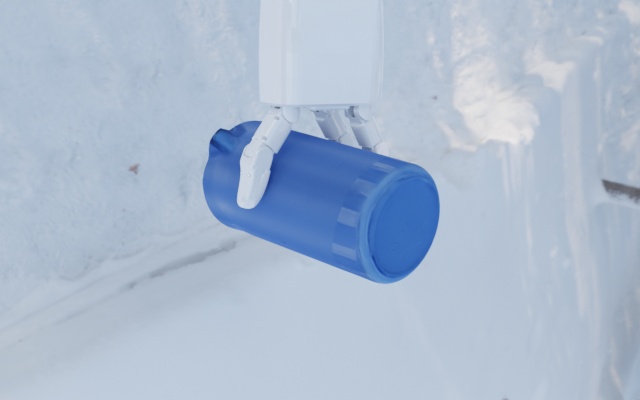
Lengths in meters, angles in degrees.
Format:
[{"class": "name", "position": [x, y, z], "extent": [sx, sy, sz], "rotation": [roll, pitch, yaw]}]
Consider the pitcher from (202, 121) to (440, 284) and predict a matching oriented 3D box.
[{"class": "pitcher", "position": [0.000, 0.001, 0.497], "extent": [0.149, 0.145, 0.243], "rotation": [-12, 21, -40]}]
